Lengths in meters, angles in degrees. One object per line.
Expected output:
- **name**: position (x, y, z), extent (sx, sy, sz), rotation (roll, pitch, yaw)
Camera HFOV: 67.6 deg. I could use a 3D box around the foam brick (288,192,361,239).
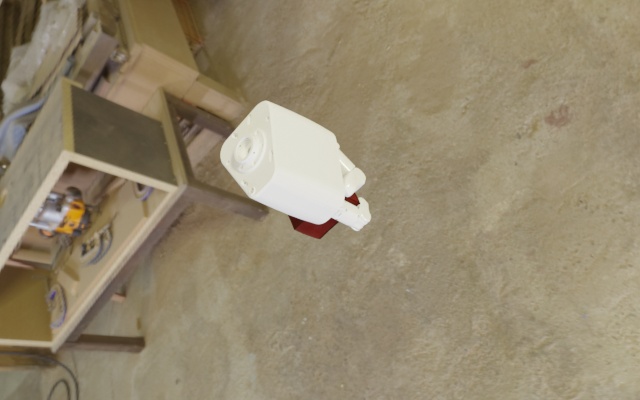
- **foam brick**: position (0.000, 0.002, 0.606), extent (0.078, 0.053, 0.051), rotation (-43, -40, 24)
